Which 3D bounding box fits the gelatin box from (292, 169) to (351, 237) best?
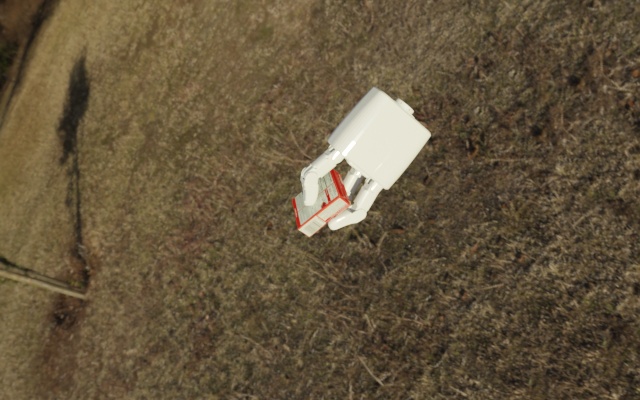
[{"bbox_3d":[0.000,0.002,0.741,0.089,0.073,0.030,-39,-53,19],"label":"gelatin box"}]
